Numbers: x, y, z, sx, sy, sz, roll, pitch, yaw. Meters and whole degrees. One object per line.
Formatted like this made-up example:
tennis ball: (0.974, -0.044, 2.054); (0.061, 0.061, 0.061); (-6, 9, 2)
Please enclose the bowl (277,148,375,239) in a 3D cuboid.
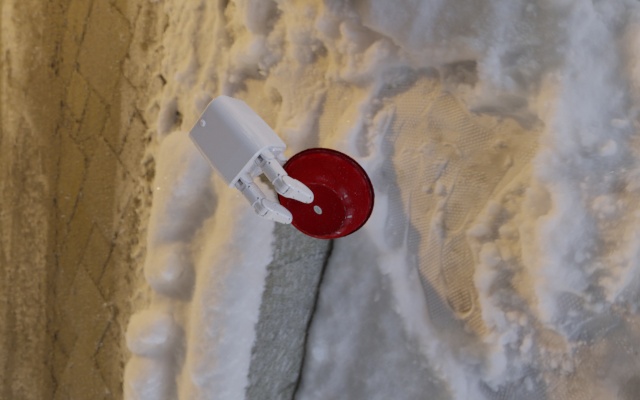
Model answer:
bowl: (0.001, 0.003, 0.740); (0.162, 0.162, 0.055); (0, 27, 16)
